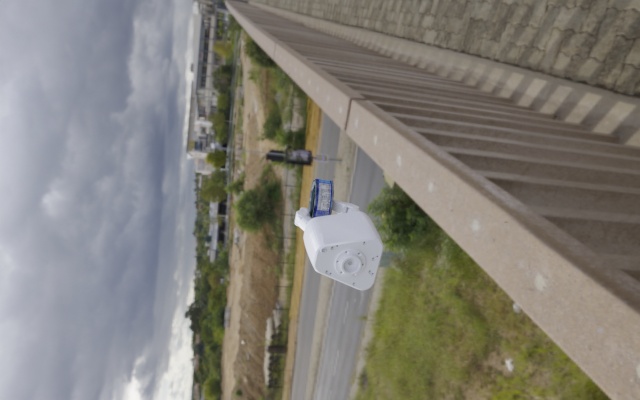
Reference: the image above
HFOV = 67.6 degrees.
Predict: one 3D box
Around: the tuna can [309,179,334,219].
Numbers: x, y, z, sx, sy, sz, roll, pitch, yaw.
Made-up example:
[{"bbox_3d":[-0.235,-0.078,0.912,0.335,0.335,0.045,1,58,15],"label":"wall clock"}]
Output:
[{"bbox_3d":[0.000,0.003,0.889,0.034,0.086,0.086,7,-1,-8],"label":"tuna can"}]
